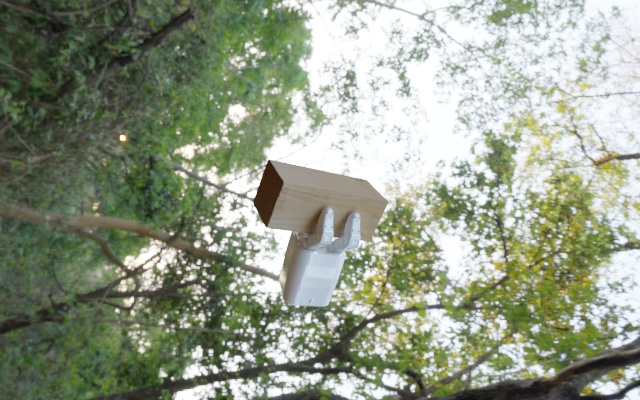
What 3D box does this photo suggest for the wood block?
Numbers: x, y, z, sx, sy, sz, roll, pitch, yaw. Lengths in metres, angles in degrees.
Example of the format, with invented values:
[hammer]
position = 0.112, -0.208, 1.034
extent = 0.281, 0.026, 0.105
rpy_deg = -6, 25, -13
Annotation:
[wood block]
position = 0.000, 0.003, 0.838
extent = 0.206, 0.090, 0.090
rpy_deg = 10, 24, -30
